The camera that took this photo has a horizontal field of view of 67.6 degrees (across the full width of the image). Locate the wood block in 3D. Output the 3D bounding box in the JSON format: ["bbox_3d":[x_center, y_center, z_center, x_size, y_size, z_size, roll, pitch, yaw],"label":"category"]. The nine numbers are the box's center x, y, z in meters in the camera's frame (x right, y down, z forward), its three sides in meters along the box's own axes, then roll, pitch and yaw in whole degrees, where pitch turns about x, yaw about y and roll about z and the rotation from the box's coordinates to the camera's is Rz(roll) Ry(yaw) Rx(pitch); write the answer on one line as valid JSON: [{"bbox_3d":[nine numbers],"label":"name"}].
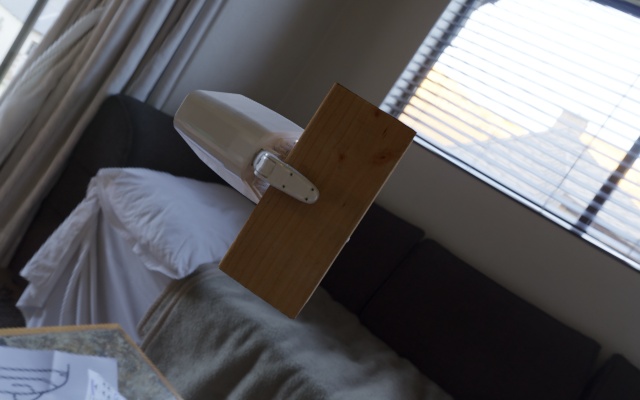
[{"bbox_3d":[0.000,0.001,0.479,0.090,0.206,0.091,33,4,7],"label":"wood block"}]
